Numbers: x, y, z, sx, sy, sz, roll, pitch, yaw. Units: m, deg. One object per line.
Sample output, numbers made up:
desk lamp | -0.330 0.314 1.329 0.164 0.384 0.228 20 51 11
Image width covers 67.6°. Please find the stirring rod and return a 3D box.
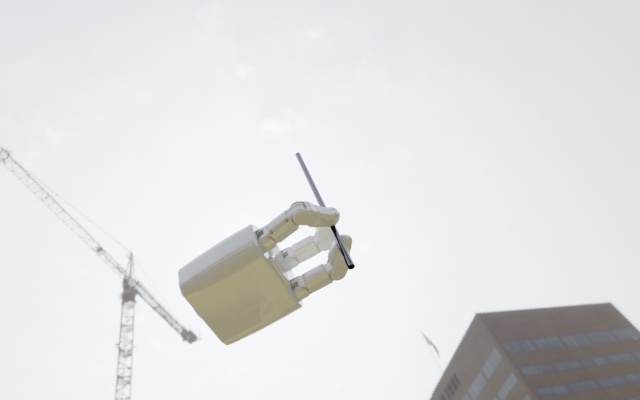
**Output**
stirring rod | 0.000 0.002 0.597 0.011 0.011 0.239 0 35 -19
